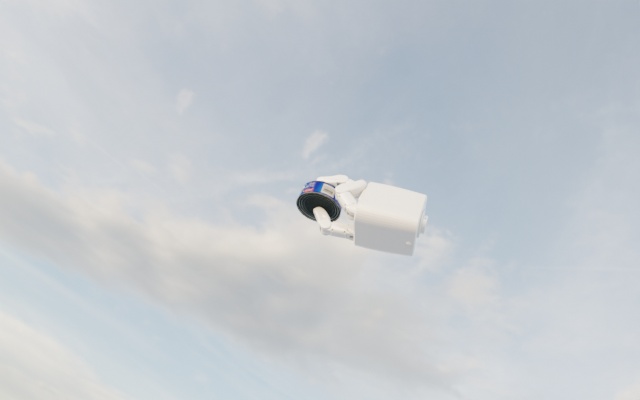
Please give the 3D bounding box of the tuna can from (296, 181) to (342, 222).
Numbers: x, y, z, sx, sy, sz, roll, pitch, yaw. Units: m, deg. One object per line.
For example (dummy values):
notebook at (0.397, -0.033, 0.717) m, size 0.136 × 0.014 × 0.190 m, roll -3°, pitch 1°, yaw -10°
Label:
tuna can at (0.000, 0.002, 0.894) m, size 0.086 × 0.033 × 0.086 m, roll 12°, pitch -39°, yaw 10°
